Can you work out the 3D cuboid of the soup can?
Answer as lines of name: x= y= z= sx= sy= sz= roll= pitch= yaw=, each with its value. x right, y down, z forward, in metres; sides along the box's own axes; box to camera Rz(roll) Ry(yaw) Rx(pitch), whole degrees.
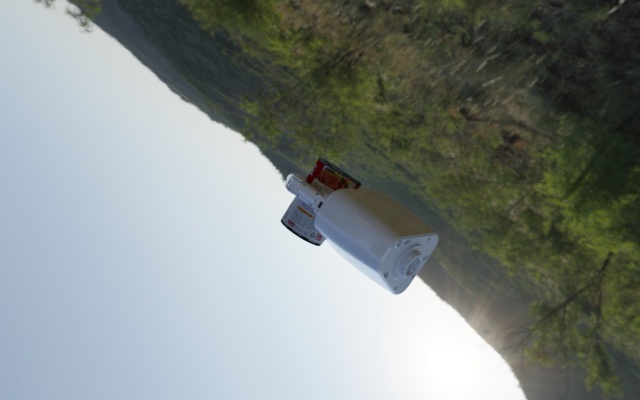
soup can: x=0.000 y=0.002 z=0.644 sx=0.068 sy=0.102 sz=0.068 roll=32 pitch=6 yaw=-4
